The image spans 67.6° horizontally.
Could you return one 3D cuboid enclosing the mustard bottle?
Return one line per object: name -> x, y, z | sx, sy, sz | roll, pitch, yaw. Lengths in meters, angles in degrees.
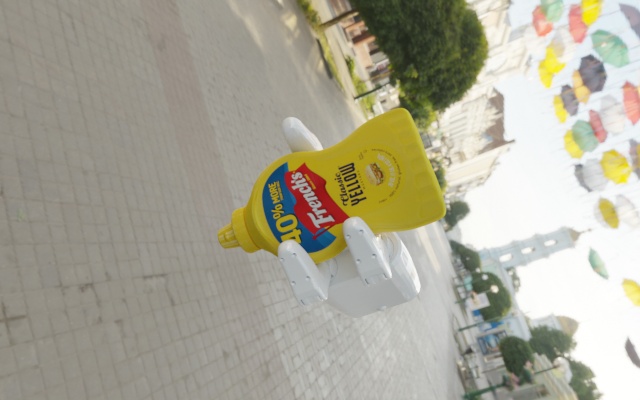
mustard bottle -> 0.000, 0.001, 0.405 | 0.191, 0.096, 0.058 | -21, -10, 12
